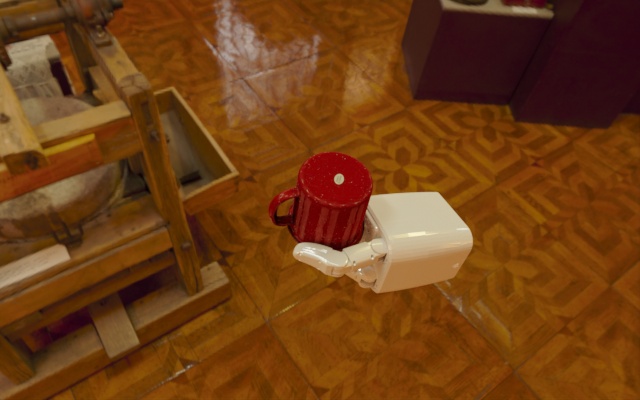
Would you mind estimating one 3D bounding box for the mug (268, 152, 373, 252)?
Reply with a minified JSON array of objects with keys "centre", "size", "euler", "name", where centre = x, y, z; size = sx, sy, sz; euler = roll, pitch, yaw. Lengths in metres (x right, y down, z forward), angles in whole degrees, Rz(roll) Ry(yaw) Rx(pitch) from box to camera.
[{"centre":[-0.001,0.002,0.529],"size":[0.117,0.093,0.082],"euler":[-6,-38,-15],"name":"mug"}]
